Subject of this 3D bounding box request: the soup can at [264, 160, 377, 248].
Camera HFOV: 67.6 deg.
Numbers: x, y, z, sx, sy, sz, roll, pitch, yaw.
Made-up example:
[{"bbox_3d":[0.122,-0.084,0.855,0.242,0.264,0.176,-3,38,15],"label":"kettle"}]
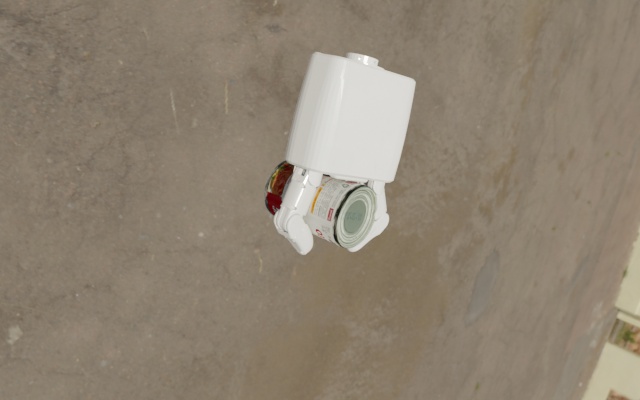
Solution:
[{"bbox_3d":[0.000,0.002,0.500,0.102,0.068,0.068,22,14,38],"label":"soup can"}]
